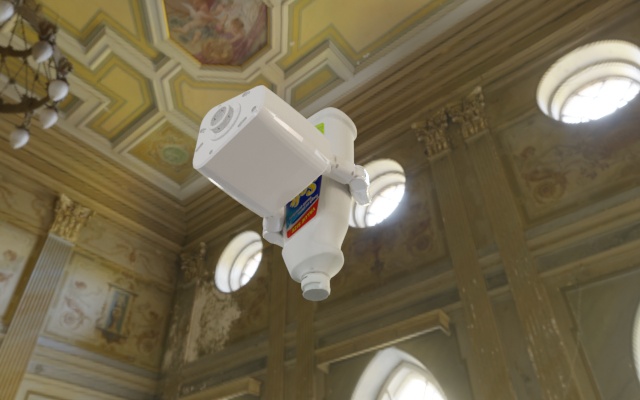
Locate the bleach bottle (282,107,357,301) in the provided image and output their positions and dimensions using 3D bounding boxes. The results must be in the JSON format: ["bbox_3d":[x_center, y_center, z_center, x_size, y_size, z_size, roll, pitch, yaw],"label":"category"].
[{"bbox_3d":[0.000,0.002,0.591,0.102,0.250,0.068,-28,-47,29],"label":"bleach bottle"}]
